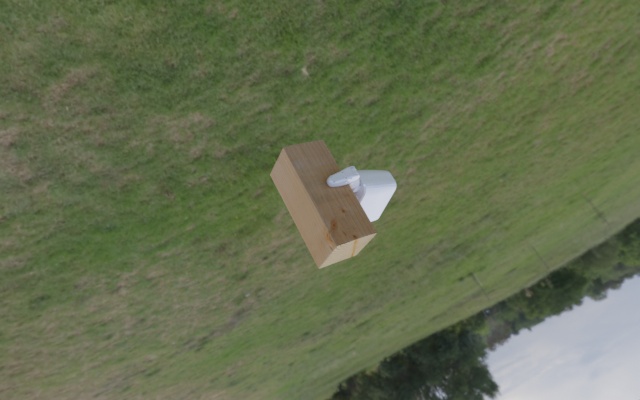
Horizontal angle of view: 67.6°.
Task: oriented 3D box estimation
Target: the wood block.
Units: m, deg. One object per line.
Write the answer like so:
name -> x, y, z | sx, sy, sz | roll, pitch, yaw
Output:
wood block -> 0.001, 0.003, 0.860 | 0.090, 0.206, 0.091 | -15, -25, -33
